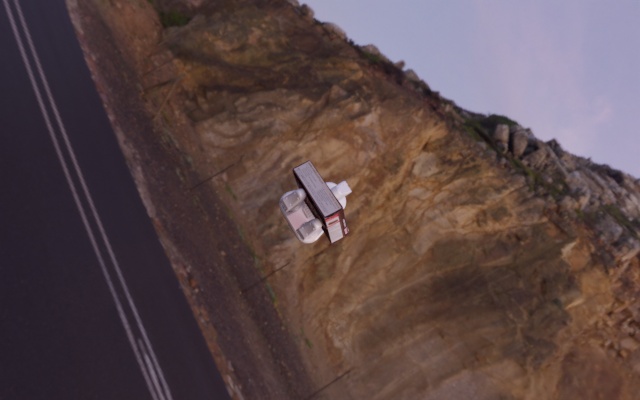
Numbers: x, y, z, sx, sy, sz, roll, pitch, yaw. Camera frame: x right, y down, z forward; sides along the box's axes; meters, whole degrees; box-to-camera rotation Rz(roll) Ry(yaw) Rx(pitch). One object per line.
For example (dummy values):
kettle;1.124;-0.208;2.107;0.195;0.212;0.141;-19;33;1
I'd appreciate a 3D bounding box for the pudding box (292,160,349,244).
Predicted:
pudding box;0.000;0.002;0.778;0.039;0.113;0.090;-31;-31;-8
